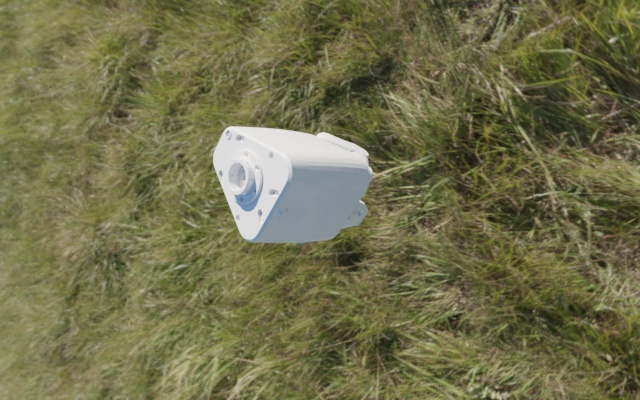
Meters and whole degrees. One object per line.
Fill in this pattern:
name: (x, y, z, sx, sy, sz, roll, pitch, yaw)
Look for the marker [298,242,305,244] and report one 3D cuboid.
marker: (0.000, 0.002, 0.569, 0.020, 0.121, 0.020, 25, 26, -13)
